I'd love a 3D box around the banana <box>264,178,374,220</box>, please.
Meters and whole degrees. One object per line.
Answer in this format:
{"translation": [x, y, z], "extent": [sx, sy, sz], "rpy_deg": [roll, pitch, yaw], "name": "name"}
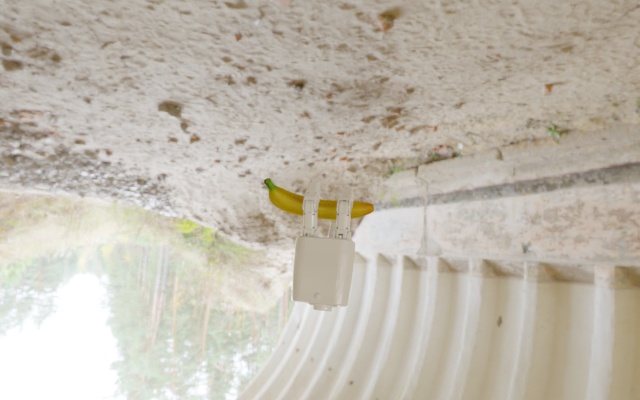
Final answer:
{"translation": [-0.007, 0.008, 0.841], "extent": [0.198, 0.037, 0.070], "rpy_deg": [12, -22, -10], "name": "banana"}
